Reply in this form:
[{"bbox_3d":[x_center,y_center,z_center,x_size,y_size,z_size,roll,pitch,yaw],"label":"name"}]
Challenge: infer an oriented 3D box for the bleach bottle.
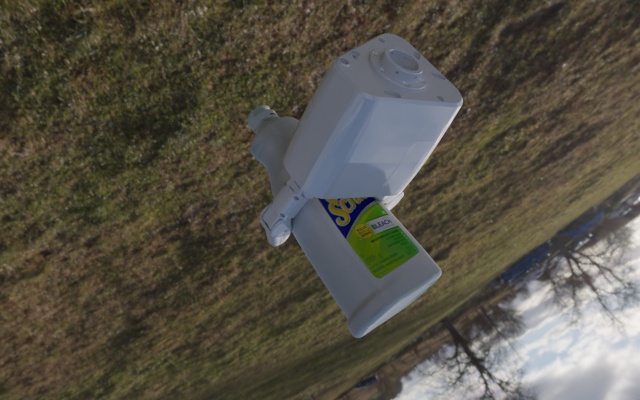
[{"bbox_3d":[0.000,0.002,0.468,0.102,0.250,0.068,-21,-27,-40],"label":"bleach bottle"}]
